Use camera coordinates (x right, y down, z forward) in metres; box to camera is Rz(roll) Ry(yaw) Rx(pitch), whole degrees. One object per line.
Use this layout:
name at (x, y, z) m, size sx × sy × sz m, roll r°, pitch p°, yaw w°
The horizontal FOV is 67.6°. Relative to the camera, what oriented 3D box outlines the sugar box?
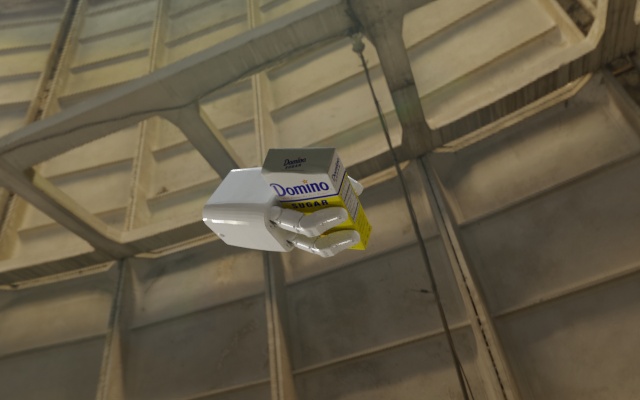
sugar box at (0.000, 0.003, 0.628) m, size 0.093 × 0.048 × 0.176 m, roll 2°, pitch -32°, yaw 25°
